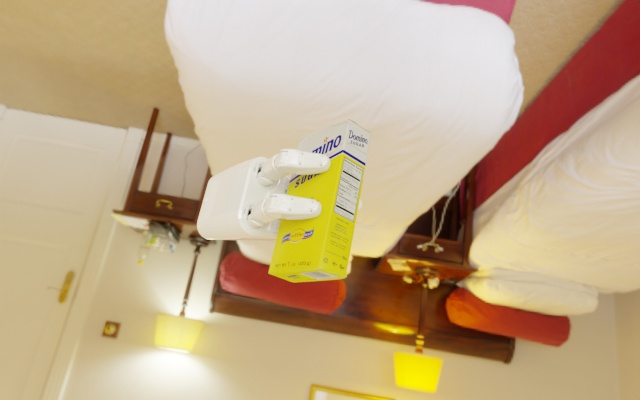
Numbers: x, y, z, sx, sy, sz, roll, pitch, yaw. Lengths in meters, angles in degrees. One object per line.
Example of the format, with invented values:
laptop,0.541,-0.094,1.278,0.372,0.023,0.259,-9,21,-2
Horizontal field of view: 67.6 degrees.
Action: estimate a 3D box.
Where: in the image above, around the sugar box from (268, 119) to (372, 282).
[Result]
sugar box,0.000,0.002,0.544,0.048,0.176,0.093,24,-25,-36
